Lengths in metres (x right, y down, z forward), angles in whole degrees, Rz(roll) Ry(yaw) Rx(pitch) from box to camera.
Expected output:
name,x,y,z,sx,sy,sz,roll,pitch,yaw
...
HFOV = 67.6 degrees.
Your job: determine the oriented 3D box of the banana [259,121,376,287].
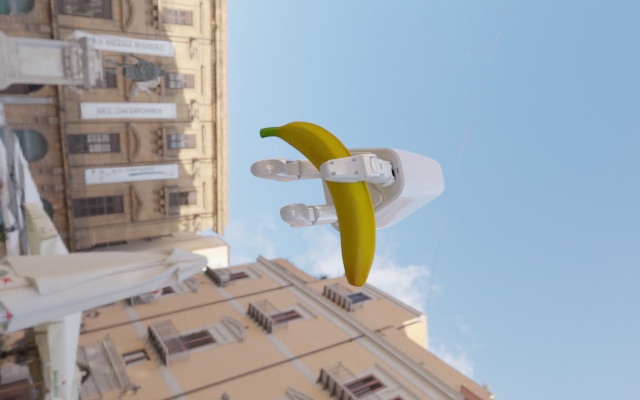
name,x,y,z,sx,sy,sz,roll,pitch,yaw
banana,0.013,-0.012,0.484,0.069,0.197,0.037,-37,-20,16
